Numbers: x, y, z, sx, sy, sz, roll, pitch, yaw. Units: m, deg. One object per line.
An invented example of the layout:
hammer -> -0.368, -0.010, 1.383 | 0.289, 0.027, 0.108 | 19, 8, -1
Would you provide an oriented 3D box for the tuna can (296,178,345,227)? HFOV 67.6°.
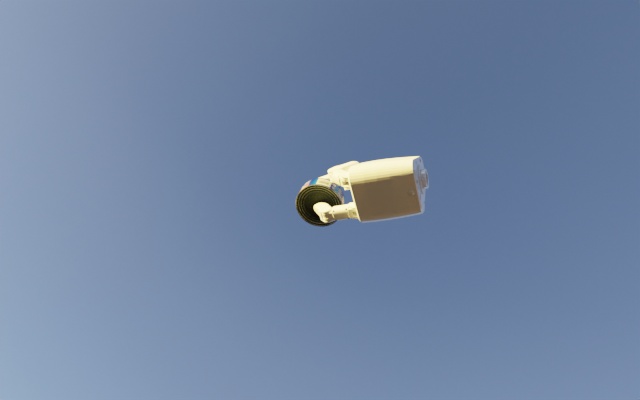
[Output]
tuna can -> 0.000, 0.003, 0.869 | 0.086, 0.086, 0.033 | 0, 28, 14
